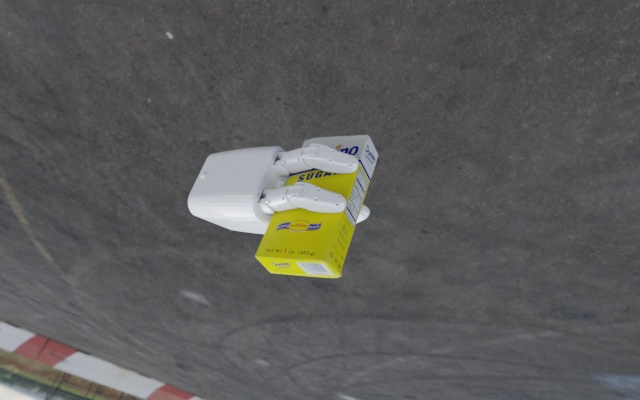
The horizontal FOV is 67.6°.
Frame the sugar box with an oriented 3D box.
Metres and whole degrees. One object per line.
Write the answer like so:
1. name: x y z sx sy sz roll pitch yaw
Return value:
1. sugar box: 0.000 0.002 0.556 0.093 0.176 0.048 0 -34 29
